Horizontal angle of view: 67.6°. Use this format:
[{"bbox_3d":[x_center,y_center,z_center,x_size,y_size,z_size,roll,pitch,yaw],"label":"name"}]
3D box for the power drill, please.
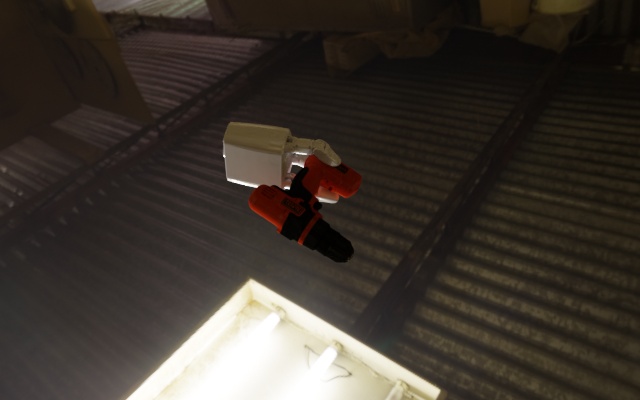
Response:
[{"bbox_3d":[0.000,0.002,0.790,0.184,0.057,0.187,34,40,5],"label":"power drill"}]
